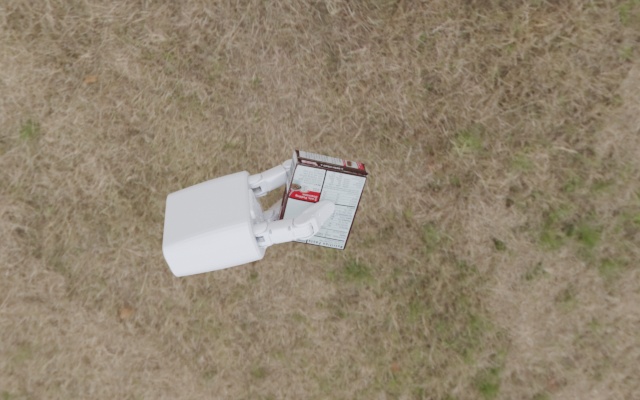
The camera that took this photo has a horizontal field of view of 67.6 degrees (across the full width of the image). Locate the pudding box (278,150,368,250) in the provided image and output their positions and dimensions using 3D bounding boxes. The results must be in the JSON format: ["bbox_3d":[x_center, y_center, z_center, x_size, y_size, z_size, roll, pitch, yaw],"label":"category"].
[{"bbox_3d":[0.000,0.002,0.588,0.090,0.113,0.039,10,30,-11],"label":"pudding box"}]
